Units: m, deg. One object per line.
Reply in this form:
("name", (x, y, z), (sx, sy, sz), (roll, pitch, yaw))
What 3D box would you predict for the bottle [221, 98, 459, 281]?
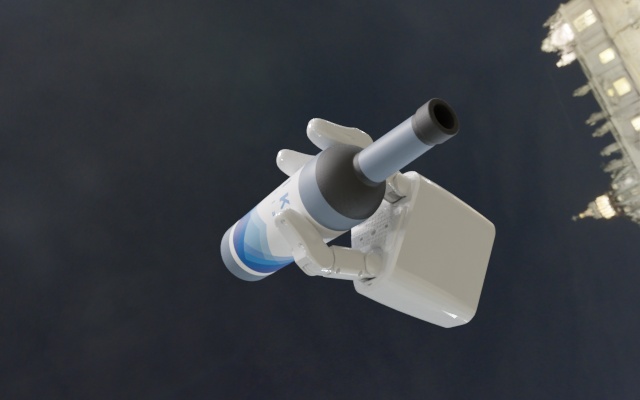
("bottle", (0.000, 0.001, 0.415), (0.069, 0.069, 0.296), (0, -22, -35))
